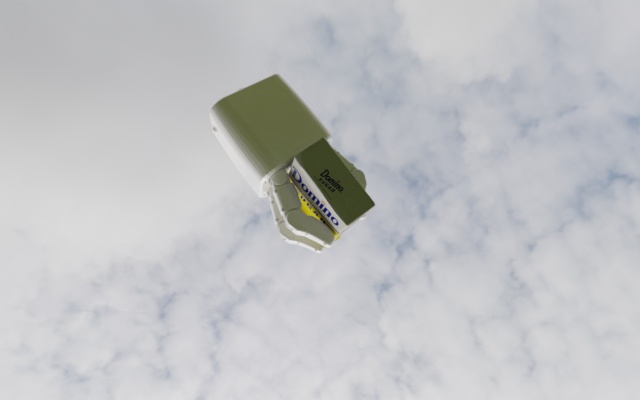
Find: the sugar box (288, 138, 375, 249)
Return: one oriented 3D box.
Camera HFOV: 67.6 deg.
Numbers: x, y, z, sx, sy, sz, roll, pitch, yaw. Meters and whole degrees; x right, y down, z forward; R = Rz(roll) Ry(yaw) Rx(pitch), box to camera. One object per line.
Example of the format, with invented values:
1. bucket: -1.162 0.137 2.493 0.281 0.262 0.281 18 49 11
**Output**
1. sugar box: 0.000 0.002 0.568 0.048 0.093 0.176 -36 -7 -14
